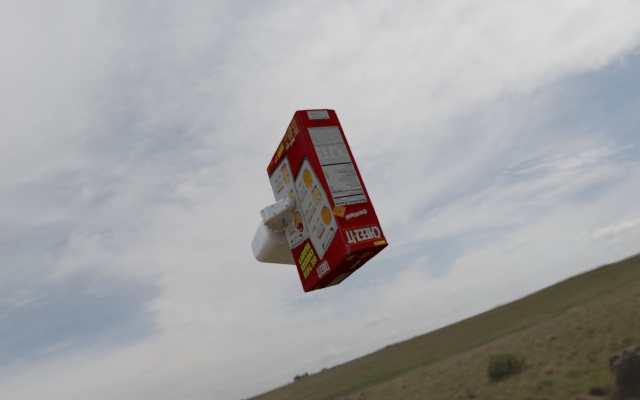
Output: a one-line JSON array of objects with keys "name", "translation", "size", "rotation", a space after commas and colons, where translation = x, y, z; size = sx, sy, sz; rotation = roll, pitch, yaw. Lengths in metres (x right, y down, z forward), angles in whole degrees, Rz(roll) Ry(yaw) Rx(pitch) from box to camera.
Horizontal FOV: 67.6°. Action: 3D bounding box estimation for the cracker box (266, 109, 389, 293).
[{"name": "cracker box", "translation": [0.000, 0.002, 0.685], "size": [0.072, 0.213, 0.164], "rotation": [-9, -22, -27]}]
